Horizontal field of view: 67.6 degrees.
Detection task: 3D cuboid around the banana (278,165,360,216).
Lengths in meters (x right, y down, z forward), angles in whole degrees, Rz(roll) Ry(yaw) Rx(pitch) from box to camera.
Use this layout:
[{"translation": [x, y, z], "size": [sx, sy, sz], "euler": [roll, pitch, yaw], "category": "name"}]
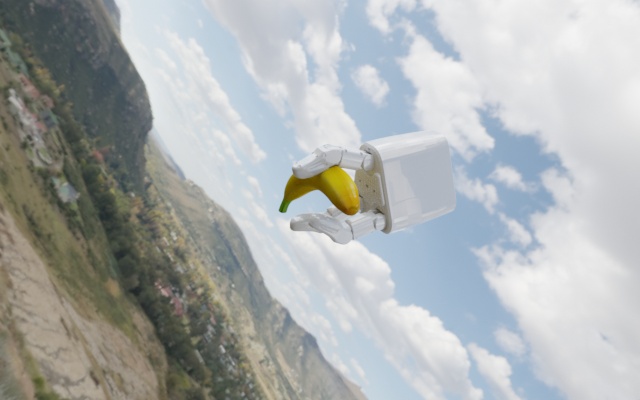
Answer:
[{"translation": [-0.001, -0.017, 0.599], "size": [0.037, 0.069, 0.198], "euler": [3, -2, -26], "category": "banana"}]
